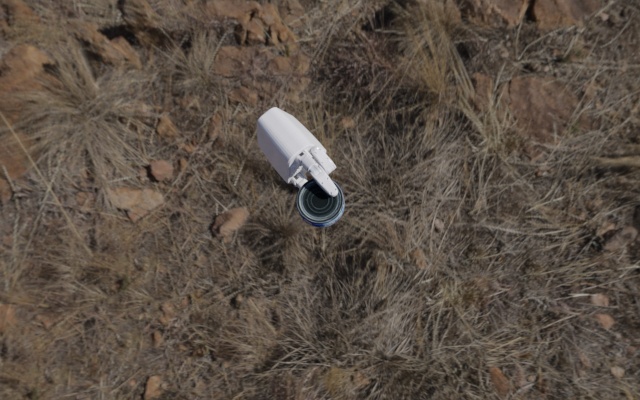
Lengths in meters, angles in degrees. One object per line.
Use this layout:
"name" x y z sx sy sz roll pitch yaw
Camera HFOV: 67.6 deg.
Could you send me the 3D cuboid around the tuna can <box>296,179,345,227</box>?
"tuna can" 0.000 0.003 0.847 0.086 0.086 0.034 0 -14 4
